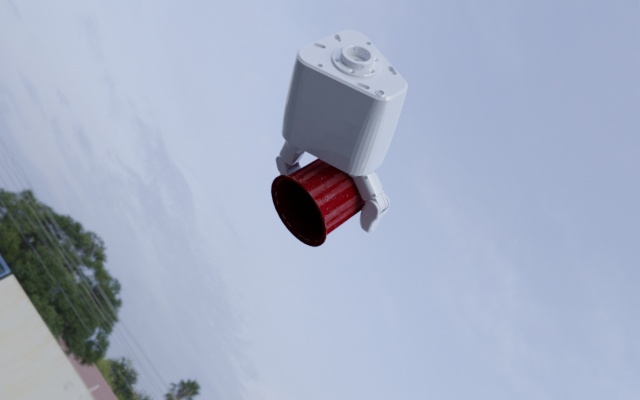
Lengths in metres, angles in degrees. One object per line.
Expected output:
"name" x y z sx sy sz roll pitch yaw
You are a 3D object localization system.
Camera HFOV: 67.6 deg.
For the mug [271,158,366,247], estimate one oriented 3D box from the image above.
"mug" 0.000 0.003 0.572 0.081 0.093 0.117 -33 -25 -32
